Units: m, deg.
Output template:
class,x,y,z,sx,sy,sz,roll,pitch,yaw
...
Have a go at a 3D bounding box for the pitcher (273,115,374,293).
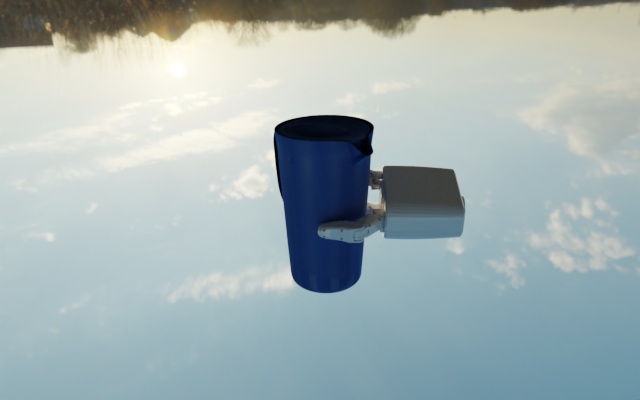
class,x,y,z,sx,sy,sz,roll,pitch,yaw
pitcher,0.000,0.002,0.689,0.145,0.243,0.149,0,24,2
